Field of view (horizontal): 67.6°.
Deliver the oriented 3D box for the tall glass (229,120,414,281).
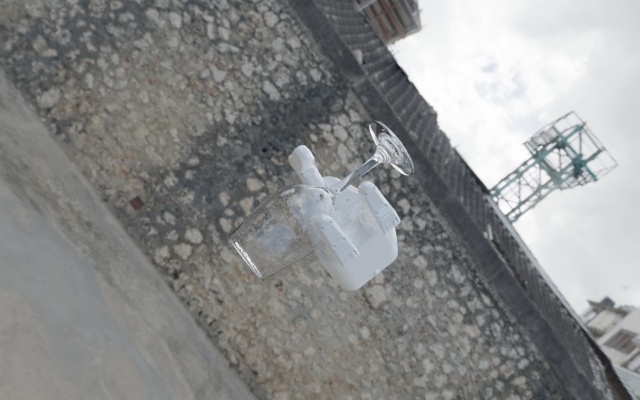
[{"bbox_3d":[0.001,0.001,0.519,0.201,0.079,0.079,-37,5,-6],"label":"tall glass"}]
